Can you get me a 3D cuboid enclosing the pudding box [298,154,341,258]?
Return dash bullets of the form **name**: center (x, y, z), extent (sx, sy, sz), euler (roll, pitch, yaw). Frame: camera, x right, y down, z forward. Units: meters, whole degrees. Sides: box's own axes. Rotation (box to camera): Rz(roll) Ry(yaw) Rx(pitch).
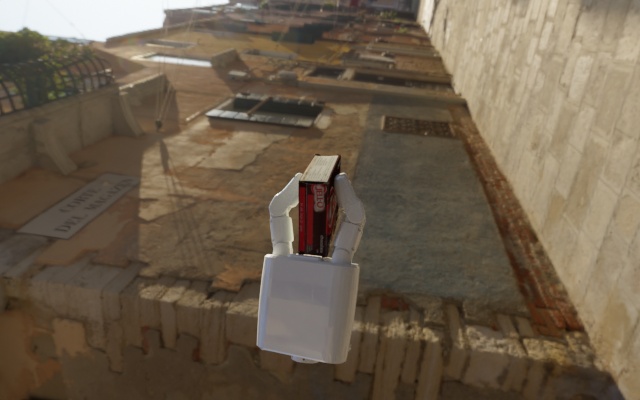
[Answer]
- **pudding box**: center (0.000, 0.002, 0.565), extent (0.039, 0.090, 0.113), euler (5, 22, 5)
